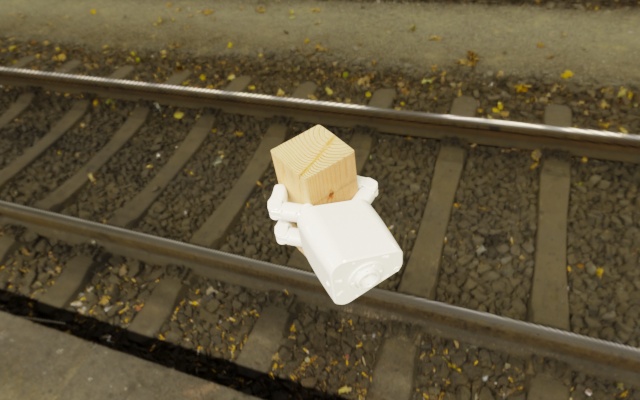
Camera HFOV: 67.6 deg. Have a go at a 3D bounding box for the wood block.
[{"bbox_3d":[0.001,0.002,0.741,0.091,0.206,0.090,-31,48,-21],"label":"wood block"}]
